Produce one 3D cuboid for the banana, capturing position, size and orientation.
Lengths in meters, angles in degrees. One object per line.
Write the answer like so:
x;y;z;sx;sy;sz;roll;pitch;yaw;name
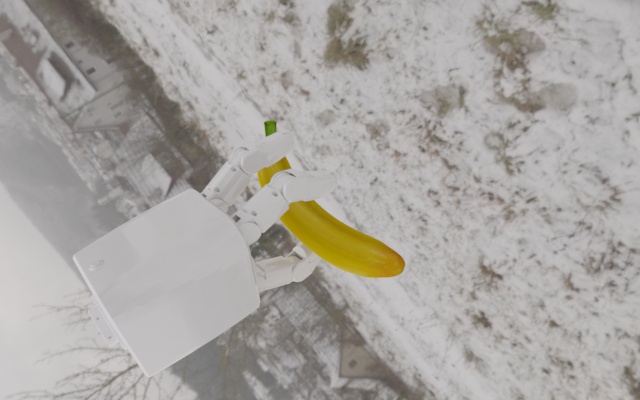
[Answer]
-0.006;0.012;0.435;0.037;0.070;0.197;-25;59;-33;banana
